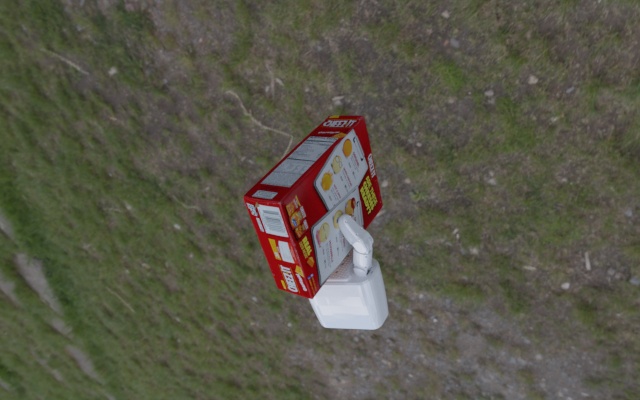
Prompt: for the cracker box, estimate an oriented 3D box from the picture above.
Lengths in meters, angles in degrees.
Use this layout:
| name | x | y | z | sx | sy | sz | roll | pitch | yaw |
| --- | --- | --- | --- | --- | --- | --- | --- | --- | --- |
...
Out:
| name | x | y | z | sx | sy | sz | roll | pitch | yaw |
| --- | --- | --- | --- | --- | --- | --- | --- | --- | --- |
| cracker box | 0.000 | 0.002 | 0.669 | 0.072 | 0.164 | 0.213 | 9 | 41 | 33 |
